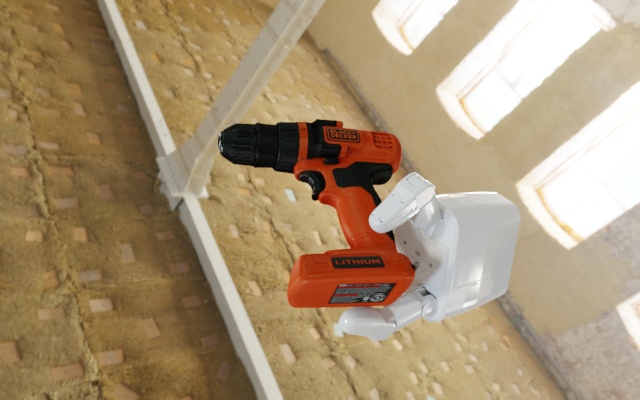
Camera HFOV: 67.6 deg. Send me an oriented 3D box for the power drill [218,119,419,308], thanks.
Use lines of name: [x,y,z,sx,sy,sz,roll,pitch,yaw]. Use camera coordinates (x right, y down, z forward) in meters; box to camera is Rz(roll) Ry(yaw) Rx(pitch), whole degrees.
power drill: [0.000,0.002,0.435,0.184,0.187,0.057,1,-37,-13]
